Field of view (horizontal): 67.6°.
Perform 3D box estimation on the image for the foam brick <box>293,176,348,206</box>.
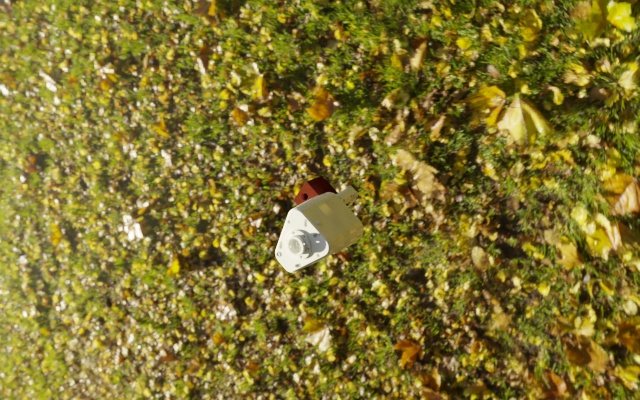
[{"bbox_3d":[0.000,0.003,0.870,0.051,0.078,0.053,-24,-23,-52],"label":"foam brick"}]
